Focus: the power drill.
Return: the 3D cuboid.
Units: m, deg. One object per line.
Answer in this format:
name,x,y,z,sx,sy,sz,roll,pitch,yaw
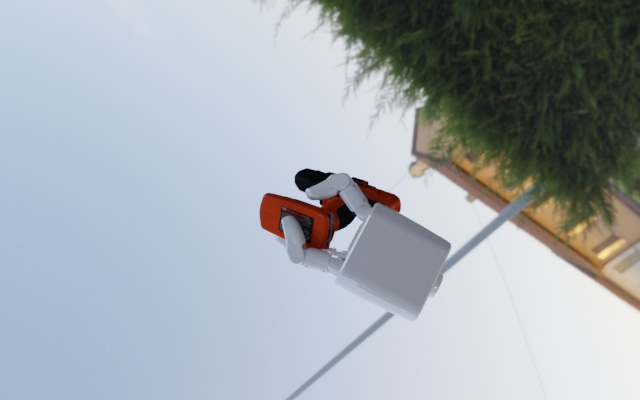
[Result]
power drill,0.000,0.002,0.683,0.184,0.057,0.187,18,23,29
